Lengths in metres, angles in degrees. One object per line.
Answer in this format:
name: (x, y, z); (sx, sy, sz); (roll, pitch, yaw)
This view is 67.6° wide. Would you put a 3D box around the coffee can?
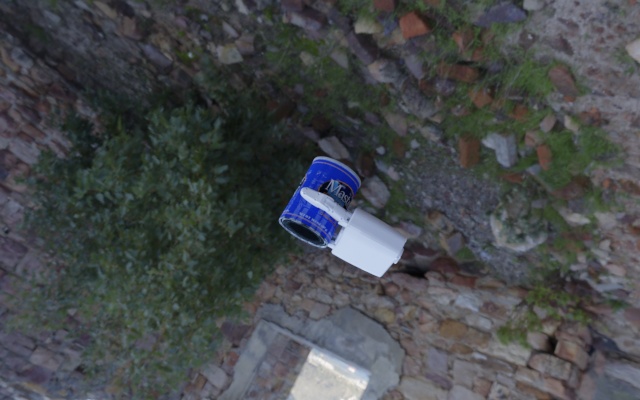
coffee can: (0.000, 0.003, 0.900); (0.103, 0.140, 0.103); (26, -19, 10)
